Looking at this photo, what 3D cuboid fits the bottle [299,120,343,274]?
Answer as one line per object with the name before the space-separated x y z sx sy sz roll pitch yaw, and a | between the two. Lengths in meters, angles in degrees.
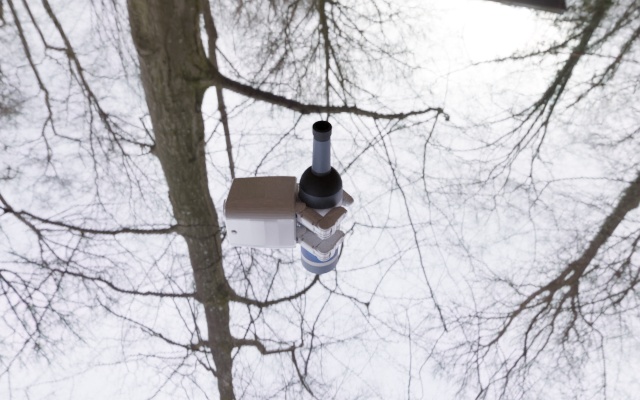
bottle | 0.000 0.003 0.744 0.069 0.069 0.296 0 -44 -1
